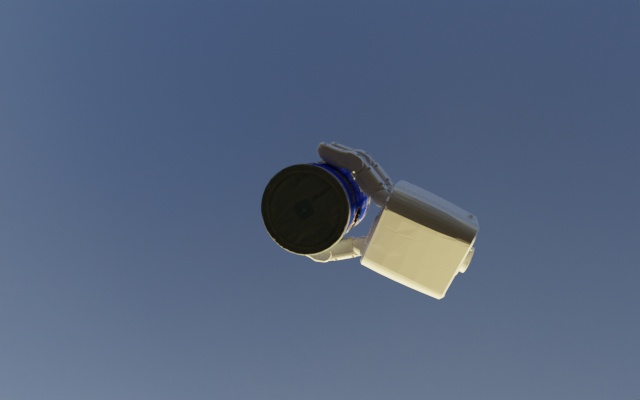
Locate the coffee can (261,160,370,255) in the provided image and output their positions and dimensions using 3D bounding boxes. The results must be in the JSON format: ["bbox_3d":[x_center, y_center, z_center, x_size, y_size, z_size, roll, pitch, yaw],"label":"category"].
[{"bbox_3d":[0.000,0.002,0.593,0.103,0.103,0.140,0,7,16],"label":"coffee can"}]
